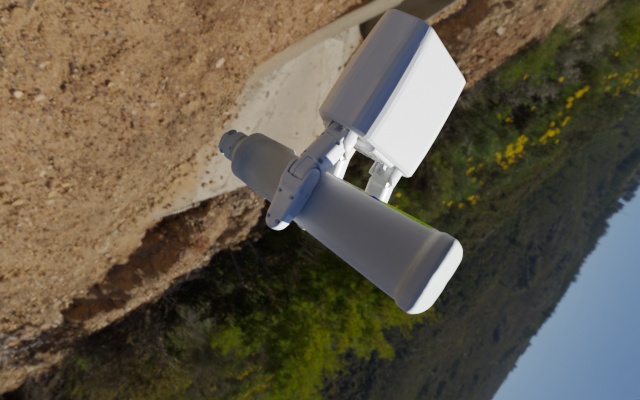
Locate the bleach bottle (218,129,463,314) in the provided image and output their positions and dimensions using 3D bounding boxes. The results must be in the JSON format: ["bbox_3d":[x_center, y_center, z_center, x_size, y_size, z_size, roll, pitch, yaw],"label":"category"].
[{"bbox_3d":[0.000,0.001,0.429,0.250,0.068,0.102,33,2,23],"label":"bleach bottle"}]
